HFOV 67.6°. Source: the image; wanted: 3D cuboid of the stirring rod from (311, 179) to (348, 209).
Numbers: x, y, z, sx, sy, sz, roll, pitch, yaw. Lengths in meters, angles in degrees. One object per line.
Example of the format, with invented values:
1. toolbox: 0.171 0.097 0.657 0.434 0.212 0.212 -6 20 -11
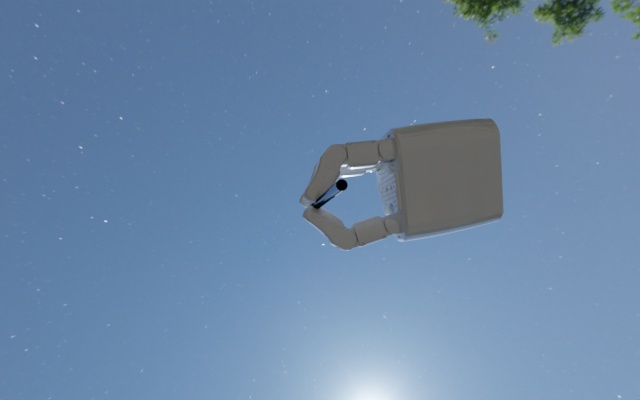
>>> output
1. stirring rod: 0.000 0.001 0.438 0.011 0.011 0.239 0 -6 -7
